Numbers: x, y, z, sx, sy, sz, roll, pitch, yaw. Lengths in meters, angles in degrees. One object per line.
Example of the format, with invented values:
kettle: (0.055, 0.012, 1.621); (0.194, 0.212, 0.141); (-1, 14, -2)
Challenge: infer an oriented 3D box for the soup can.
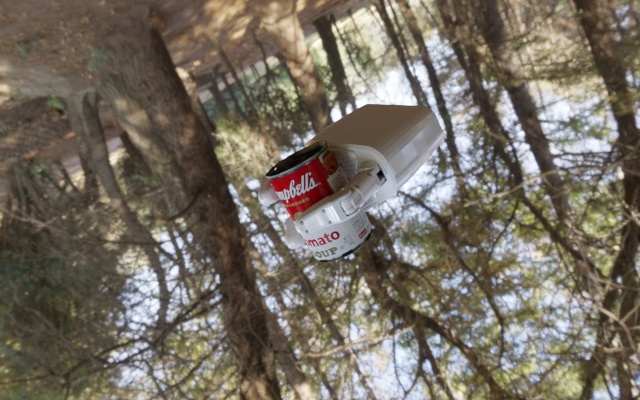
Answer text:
soup can: (0.000, 0.002, 0.474); (0.068, 0.102, 0.068); (-27, 17, 9)
